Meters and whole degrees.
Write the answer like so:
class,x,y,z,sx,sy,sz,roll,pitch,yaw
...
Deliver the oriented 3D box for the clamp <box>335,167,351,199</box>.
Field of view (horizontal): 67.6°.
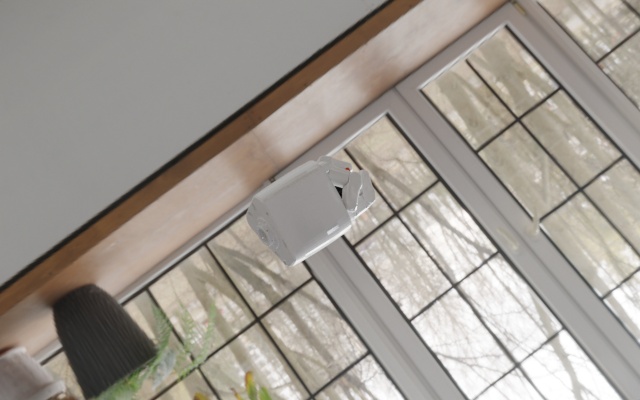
class,x,y,z,sx,sy,sz,roll,pitch,yaw
clamp,0.001,0.003,0.786,0.120,0.039,0.171,-33,-11,-29
